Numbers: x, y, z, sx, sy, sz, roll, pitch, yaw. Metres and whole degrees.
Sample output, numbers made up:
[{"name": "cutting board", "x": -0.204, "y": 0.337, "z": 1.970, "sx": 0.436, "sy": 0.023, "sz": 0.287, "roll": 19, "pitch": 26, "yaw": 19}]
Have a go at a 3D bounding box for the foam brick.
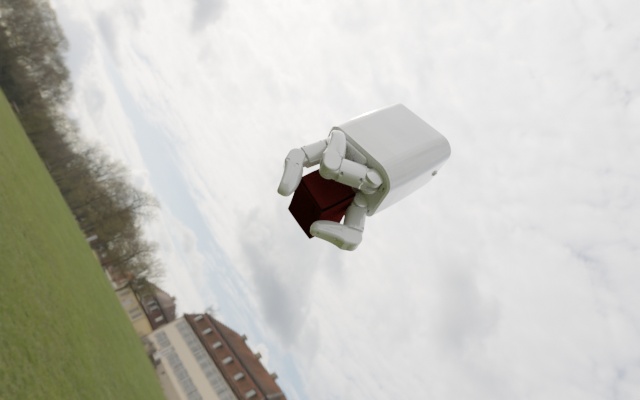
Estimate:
[{"name": "foam brick", "x": 0.000, "y": 0.002, "z": 0.585, "sx": 0.051, "sy": 0.053, "sz": 0.078, "roll": -27, "pitch": -18, "yaw": -26}]
